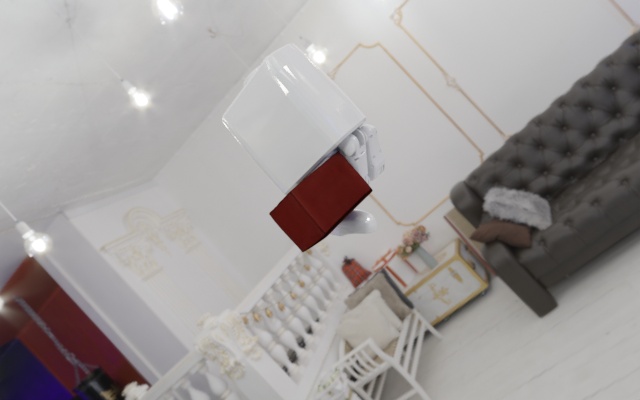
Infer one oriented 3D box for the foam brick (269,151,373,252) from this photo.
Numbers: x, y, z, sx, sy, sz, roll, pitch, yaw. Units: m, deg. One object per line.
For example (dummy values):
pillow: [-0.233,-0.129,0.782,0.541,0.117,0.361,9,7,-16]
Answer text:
foam brick: [0.000,0.002,0.454,0.078,0.051,0.053,-43,1,-37]
